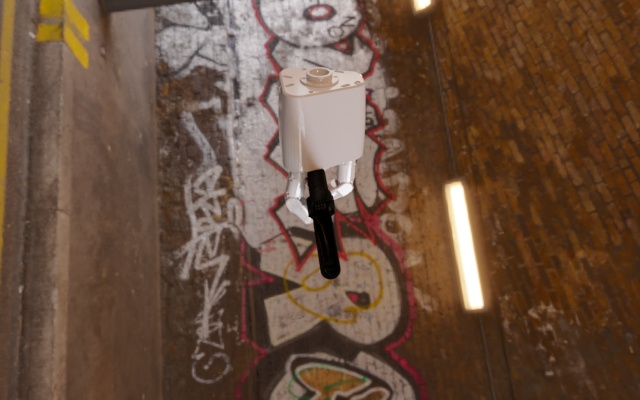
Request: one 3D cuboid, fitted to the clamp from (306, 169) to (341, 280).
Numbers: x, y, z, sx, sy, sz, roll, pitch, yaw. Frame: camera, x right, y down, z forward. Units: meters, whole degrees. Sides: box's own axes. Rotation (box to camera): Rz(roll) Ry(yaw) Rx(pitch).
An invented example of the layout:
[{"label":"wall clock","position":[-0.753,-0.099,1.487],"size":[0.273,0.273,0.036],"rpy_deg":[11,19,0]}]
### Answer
[{"label":"clamp","position":[0.001,0.002,0.607],"size":[0.039,0.120,0.171],"rpy_deg":[-5,37,-7]}]
